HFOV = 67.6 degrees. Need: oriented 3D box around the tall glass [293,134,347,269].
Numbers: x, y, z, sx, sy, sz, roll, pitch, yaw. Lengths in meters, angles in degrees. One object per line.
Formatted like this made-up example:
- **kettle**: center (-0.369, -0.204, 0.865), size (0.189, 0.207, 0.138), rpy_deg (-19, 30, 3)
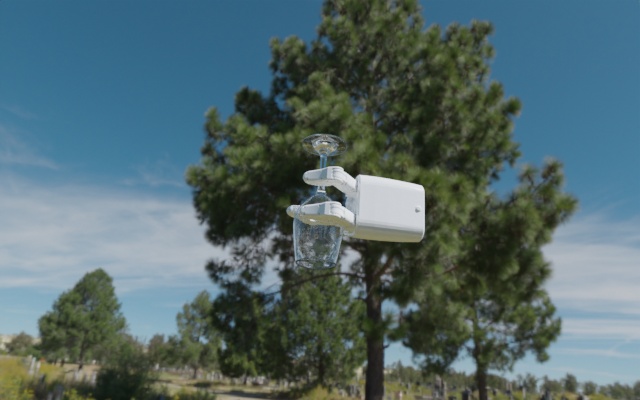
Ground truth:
- **tall glass**: center (0.000, 0.002, 0.743), size (0.079, 0.201, 0.079), rpy_deg (4, -21, 2)
